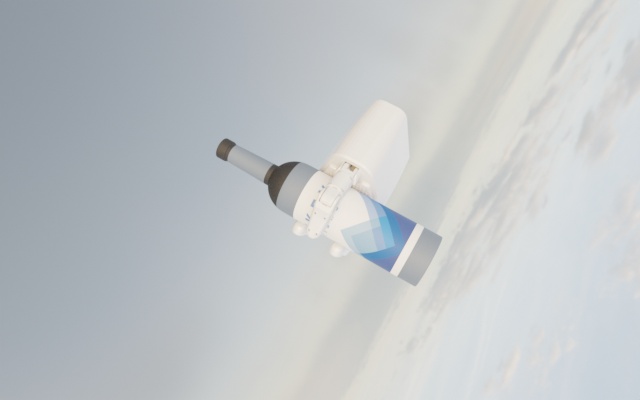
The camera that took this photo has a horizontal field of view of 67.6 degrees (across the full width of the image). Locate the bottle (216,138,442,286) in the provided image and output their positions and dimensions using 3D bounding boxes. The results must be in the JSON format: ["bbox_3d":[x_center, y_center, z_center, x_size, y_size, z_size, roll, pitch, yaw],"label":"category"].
[{"bbox_3d":[0.000,0.002,0.584,0.295,0.069,0.069,29,6,11],"label":"bottle"}]
